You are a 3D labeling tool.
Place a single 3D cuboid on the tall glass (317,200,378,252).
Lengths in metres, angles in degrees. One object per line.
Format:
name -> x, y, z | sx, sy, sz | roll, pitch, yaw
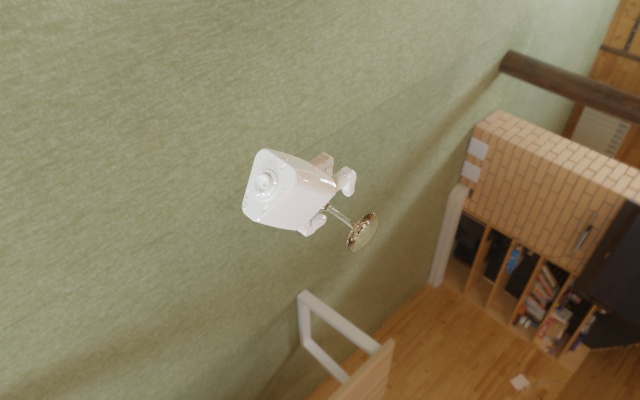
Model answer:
tall glass -> 0.001, 0.003, 0.826 | 0.201, 0.079, 0.079 | 36, 20, 32
